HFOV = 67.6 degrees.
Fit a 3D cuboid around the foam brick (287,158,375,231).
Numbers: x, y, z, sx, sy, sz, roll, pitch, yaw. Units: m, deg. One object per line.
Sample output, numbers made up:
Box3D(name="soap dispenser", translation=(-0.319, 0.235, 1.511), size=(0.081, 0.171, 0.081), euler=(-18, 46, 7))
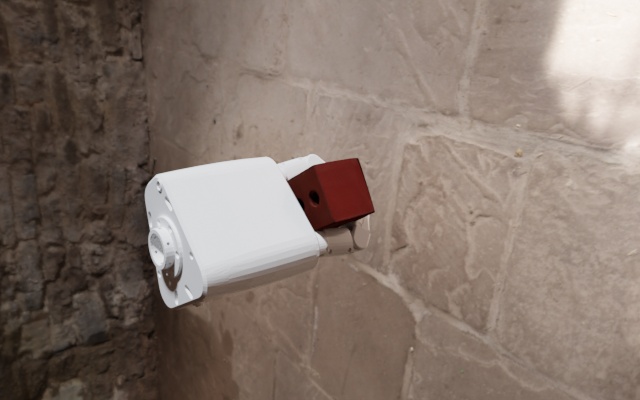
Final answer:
Box3D(name="foam brick", translation=(0.000, 0.001, 0.431), size=(0.051, 0.053, 0.078), euler=(-12, -11, -40))
